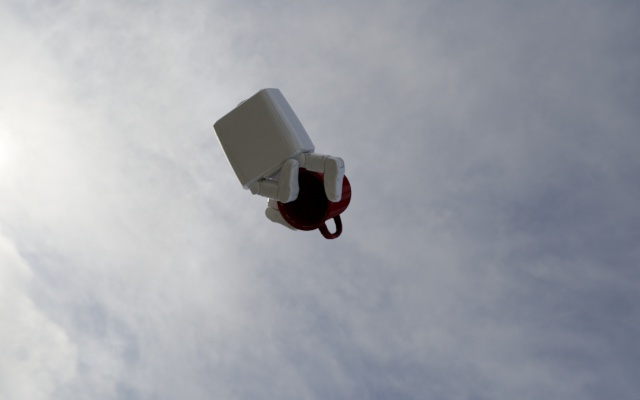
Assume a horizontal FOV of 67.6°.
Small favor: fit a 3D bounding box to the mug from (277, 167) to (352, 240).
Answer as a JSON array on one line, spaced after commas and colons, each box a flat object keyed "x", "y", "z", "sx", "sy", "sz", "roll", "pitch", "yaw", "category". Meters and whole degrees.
[{"x": 0.001, "y": 0.004, "z": 0.713, "sx": 0.093, "sy": 0.117, "sz": 0.081, "roll": -31, "pitch": -6, "yaw": 31, "category": "mug"}]
